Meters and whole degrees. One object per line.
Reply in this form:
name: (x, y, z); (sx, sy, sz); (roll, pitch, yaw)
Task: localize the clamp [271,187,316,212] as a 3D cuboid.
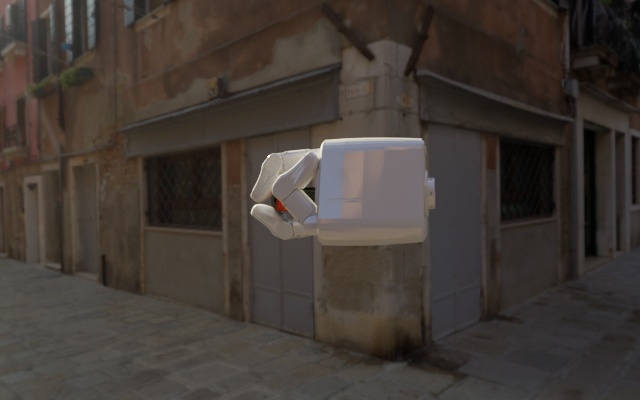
clamp: (0.000, 0.001, 0.598); (0.120, 0.039, 0.171); (-1, 1, 14)
